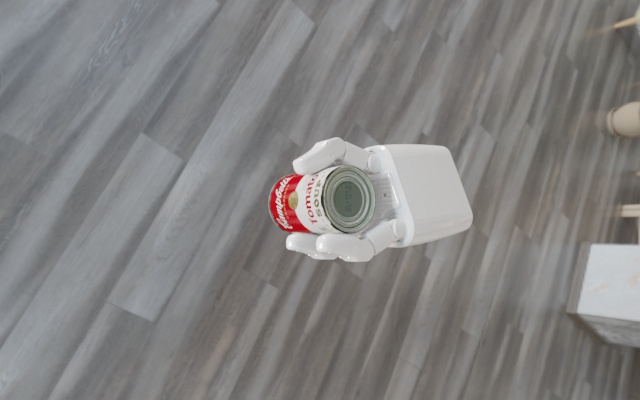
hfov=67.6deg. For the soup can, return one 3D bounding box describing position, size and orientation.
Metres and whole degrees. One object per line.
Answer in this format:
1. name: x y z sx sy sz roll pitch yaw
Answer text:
1. soup can: 0.000 0.002 0.497 0.068 0.068 0.102 0 -3 -35
